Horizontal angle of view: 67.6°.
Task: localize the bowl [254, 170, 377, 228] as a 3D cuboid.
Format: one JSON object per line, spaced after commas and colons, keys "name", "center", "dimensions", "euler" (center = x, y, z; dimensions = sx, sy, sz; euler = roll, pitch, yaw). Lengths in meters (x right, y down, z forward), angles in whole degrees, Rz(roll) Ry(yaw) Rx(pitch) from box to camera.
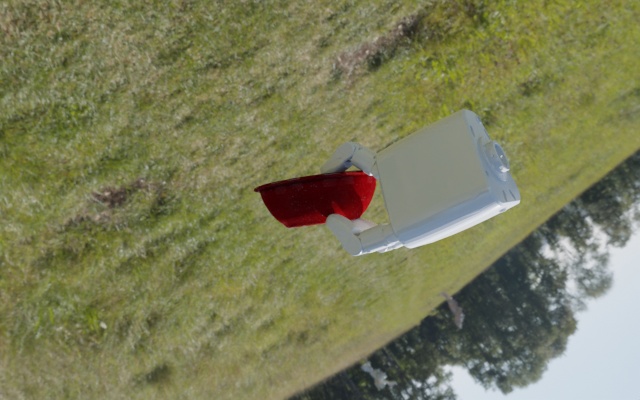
{"name": "bowl", "center": [-0.001, 0.003, 0.599], "dimensions": [0.162, 0.055, 0.162], "euler": [-7, -3, 0]}
